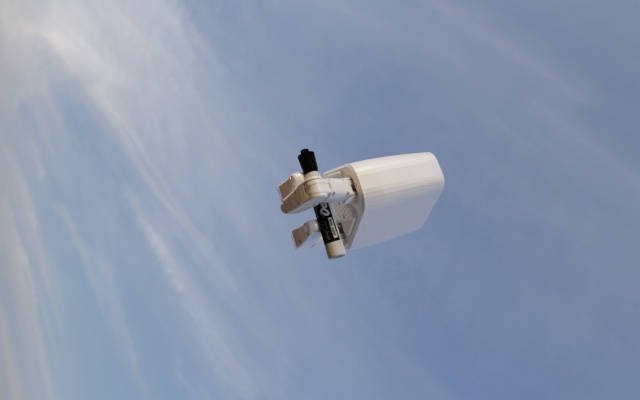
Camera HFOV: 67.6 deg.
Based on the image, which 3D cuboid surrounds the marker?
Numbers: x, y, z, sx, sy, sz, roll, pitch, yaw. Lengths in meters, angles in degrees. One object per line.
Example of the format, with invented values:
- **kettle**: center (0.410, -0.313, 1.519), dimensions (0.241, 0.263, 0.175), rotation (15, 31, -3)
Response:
- **marker**: center (0.000, 0.002, 0.497), dimensions (0.020, 0.121, 0.020), rotation (-16, -15, -4)
